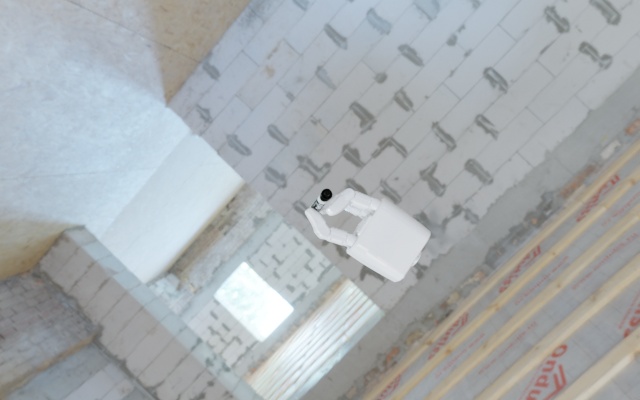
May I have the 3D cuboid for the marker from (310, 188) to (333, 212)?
[{"bbox_3d":[0.000,0.003,0.816,0.020,0.020,0.121,0,-14,-11],"label":"marker"}]
